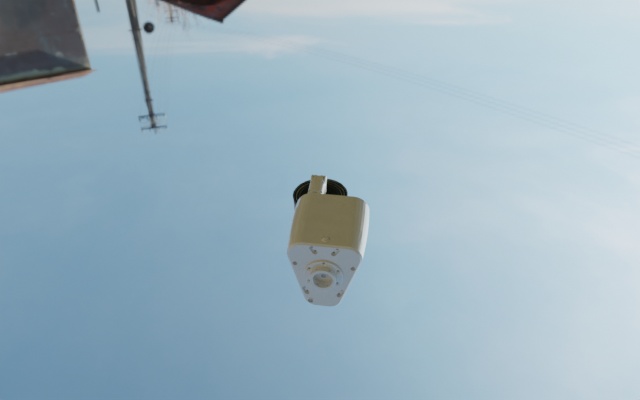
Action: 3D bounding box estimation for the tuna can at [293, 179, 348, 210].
[{"bbox_3d":[0.000,0.003,0.753,0.086,0.034,0.086,-2,37,1],"label":"tuna can"}]
